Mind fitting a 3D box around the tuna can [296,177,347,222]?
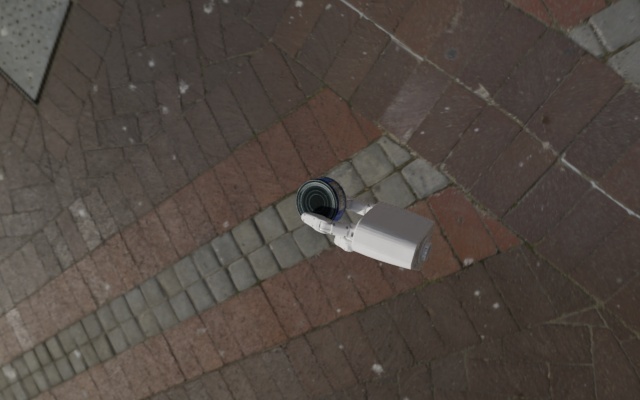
[{"bbox_3d":[0.000,0.003,0.834,0.086,0.086,0.033,0,9,30],"label":"tuna can"}]
